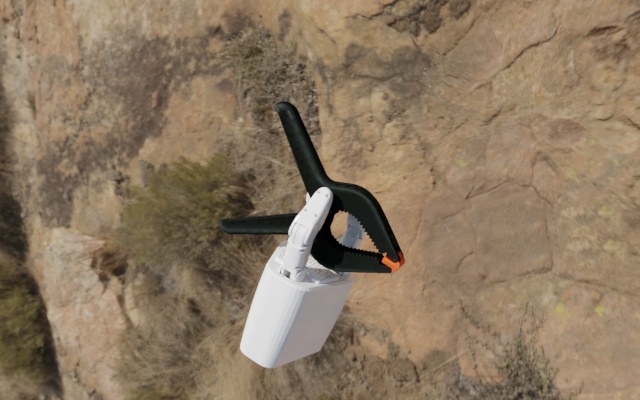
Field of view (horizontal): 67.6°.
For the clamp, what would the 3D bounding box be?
[{"bbox_3d":[0.000,0.002,0.504,0.210,0.164,0.036,27,15,18],"label":"clamp"}]
